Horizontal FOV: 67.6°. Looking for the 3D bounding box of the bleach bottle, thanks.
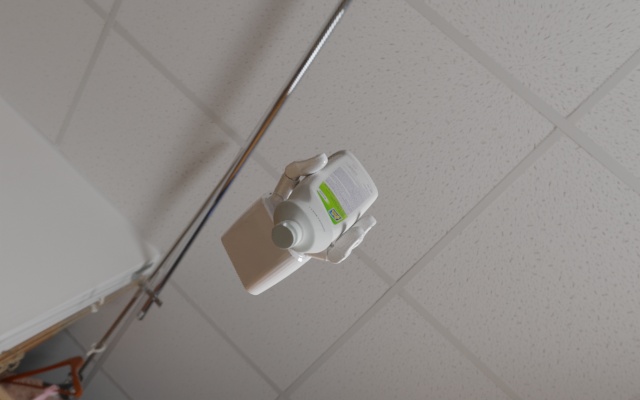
[{"bbox_3d":[0.000,0.002,0.640,0.068,0.102,0.250,-39,-2,27],"label":"bleach bottle"}]
